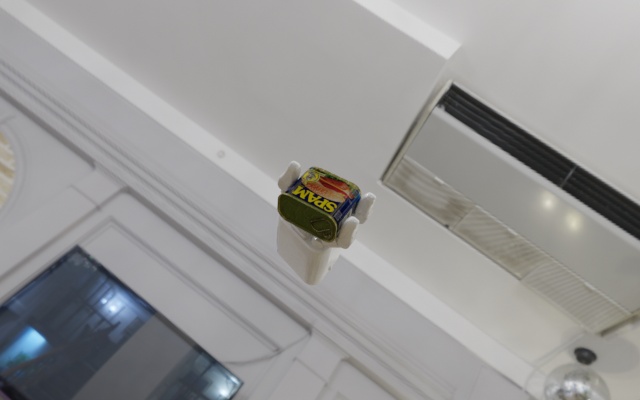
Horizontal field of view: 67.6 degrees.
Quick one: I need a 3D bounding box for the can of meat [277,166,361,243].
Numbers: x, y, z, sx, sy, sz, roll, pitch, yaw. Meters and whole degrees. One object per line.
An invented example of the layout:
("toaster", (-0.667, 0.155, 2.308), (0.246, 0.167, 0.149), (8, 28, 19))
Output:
("can of meat", (0.000, 0.002, 0.723), (0.102, 0.057, 0.084), (27, 49, 18))
